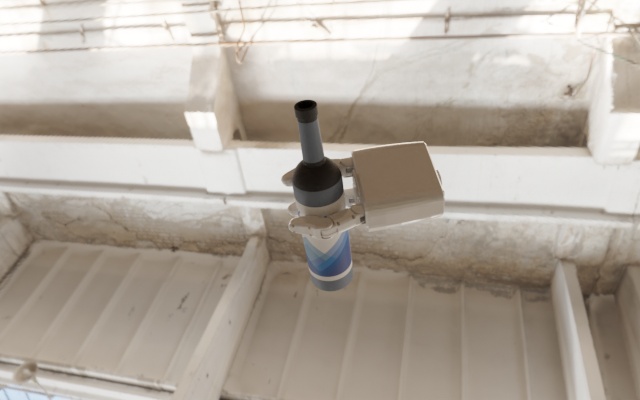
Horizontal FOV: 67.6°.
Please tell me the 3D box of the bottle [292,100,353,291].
[{"bbox_3d":[0.000,0.002,0.648,0.069,0.296,0.069,-5,39,4],"label":"bottle"}]
